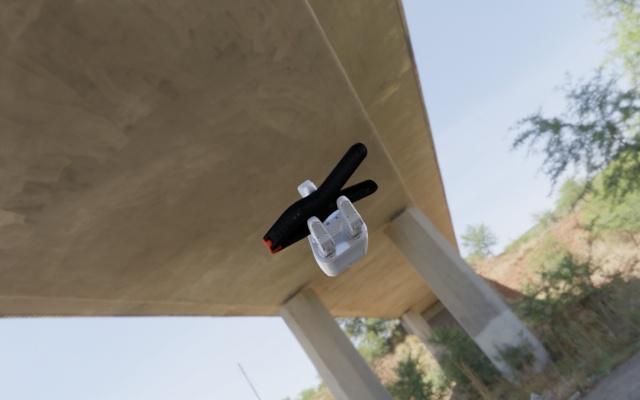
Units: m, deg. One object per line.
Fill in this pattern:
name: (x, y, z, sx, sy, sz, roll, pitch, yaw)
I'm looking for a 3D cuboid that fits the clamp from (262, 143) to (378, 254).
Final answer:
clamp: (-0.001, 0.002, 0.724, 0.210, 0.036, 0.165, -35, -23, -8)
